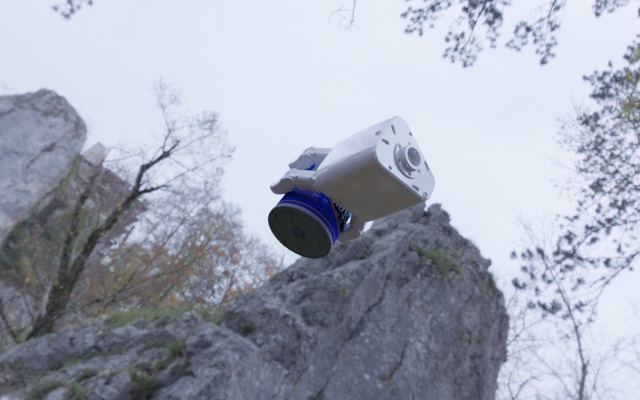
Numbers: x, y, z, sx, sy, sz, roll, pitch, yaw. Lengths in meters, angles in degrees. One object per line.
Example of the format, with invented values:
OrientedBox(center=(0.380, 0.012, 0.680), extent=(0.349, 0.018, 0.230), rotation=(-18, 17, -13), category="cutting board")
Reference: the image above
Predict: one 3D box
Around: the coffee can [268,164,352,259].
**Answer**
OrientedBox(center=(0.000, 0.003, 0.717), extent=(0.103, 0.103, 0.140), rotation=(0, 40, 36), category="coffee can")
